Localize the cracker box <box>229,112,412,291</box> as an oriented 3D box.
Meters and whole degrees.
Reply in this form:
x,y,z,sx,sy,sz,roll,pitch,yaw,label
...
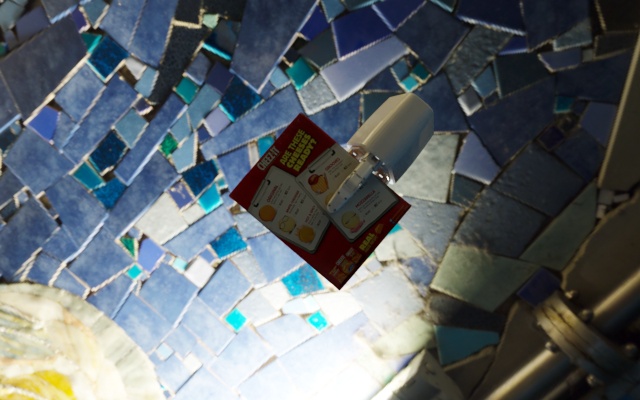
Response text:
x,y,z,sx,sy,sz,roll,pitch,yaw,label
0.000,0.002,0.717,0.213,0.164,0.072,40,-3,3,cracker box
